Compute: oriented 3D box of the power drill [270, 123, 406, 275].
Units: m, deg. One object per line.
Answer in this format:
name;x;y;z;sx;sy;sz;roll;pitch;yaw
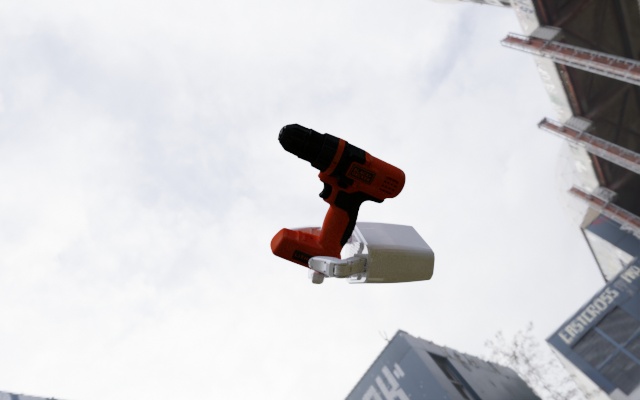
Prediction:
power drill;0.000;0.003;0.660;0.184;0.188;0.057;23;23;-12
